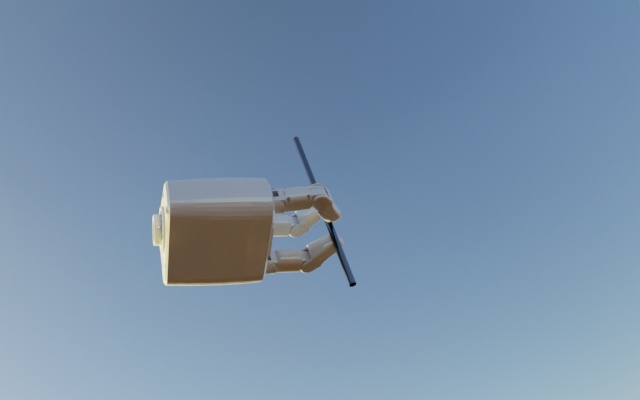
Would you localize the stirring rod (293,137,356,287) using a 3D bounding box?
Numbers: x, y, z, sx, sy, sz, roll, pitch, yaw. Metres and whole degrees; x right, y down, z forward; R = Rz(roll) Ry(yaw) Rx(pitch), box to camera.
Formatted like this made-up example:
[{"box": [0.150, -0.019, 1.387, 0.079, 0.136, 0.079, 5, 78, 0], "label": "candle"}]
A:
[{"box": [0.000, 0.002, 0.575, 0.011, 0.239, 0.011, -12, -41, -11], "label": "stirring rod"}]
